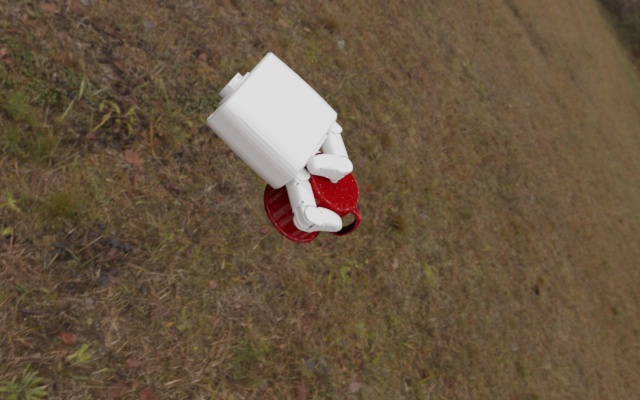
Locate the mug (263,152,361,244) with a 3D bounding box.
[{"bbox_3d":[0.001,0.003,0.584,0.117,0.093,0.081,41,-49,-18],"label":"mug"}]
